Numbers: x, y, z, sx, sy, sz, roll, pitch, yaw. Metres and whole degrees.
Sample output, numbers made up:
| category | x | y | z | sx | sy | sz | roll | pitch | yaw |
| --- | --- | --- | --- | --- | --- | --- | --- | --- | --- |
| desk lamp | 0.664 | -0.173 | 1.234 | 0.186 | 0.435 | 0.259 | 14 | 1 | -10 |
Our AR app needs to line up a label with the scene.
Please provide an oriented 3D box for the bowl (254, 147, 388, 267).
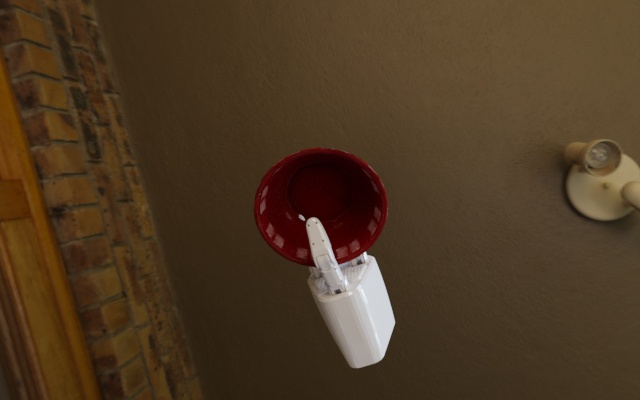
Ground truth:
| category | x | y | z | sx | sy | sz | roll | pitch | yaw |
| --- | --- | --- | --- | --- | --- | --- | --- | --- | --- |
| bowl | 0.000 | 0.001 | 0.597 | 0.162 | 0.162 | 0.055 | 0 | 27 | -1 |
